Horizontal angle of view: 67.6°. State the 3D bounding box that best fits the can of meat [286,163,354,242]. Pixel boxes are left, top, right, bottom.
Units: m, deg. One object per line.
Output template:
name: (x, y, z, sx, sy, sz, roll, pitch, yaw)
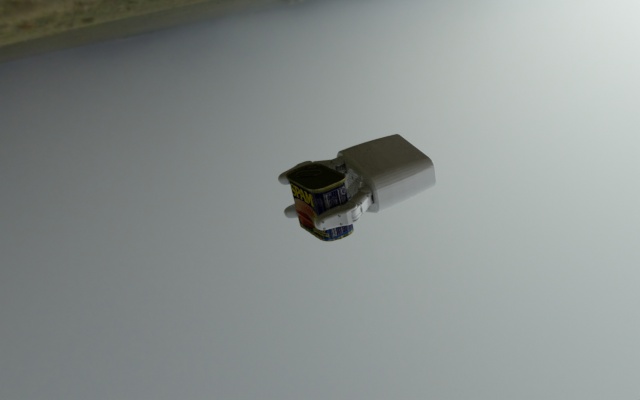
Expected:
can of meat: (0.000, 0.003, 0.677, 0.057, 0.084, 0.102, -23, 26, -22)
